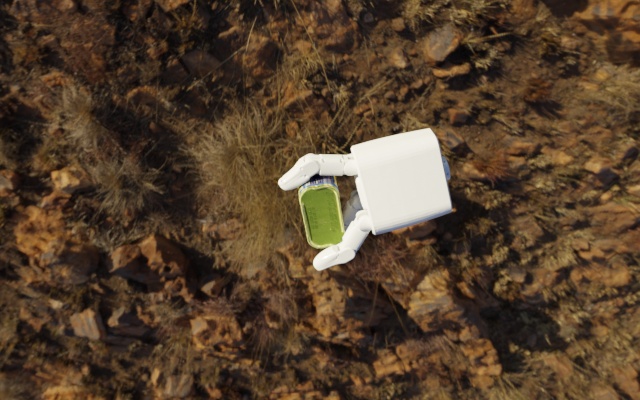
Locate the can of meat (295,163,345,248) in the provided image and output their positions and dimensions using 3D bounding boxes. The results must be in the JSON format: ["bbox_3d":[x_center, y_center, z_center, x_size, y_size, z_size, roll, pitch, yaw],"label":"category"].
[{"bbox_3d":[0.000,0.002,0.652,0.057,0.102,0.084,-11,32,0],"label":"can of meat"}]
